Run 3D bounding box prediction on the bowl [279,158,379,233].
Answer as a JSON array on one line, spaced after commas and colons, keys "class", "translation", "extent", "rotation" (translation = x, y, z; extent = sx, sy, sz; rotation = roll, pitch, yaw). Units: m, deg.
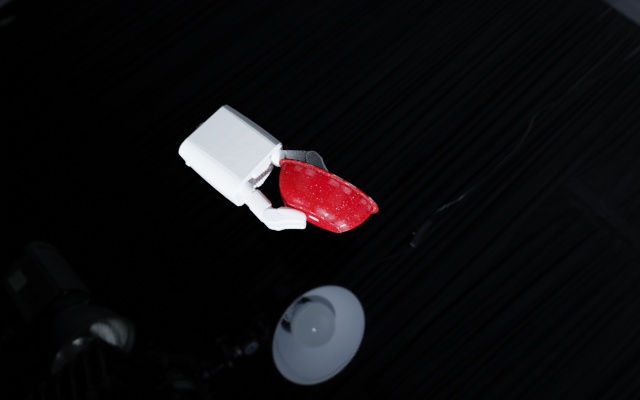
[{"class": "bowl", "translation": [0.001, 0.003, 0.692], "extent": [0.162, 0.055, 0.162], "rotation": [25, -11, 5]}]
